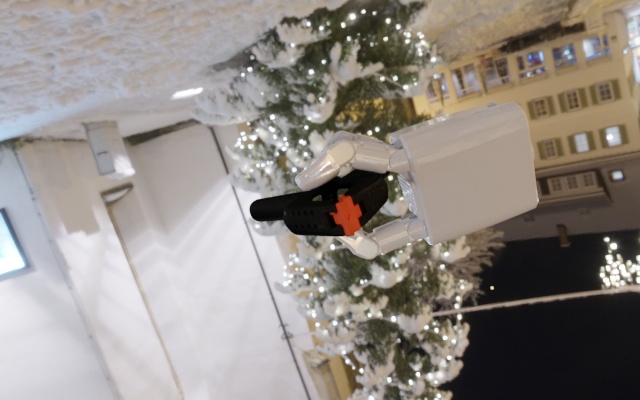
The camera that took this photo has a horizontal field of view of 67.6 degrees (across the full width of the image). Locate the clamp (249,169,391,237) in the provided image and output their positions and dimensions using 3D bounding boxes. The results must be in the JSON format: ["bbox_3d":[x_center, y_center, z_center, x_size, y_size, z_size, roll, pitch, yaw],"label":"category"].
[{"bbox_3d":[0.001,0.002,0.449,0.164,0.036,0.210,-20,9,3],"label":"clamp"}]
